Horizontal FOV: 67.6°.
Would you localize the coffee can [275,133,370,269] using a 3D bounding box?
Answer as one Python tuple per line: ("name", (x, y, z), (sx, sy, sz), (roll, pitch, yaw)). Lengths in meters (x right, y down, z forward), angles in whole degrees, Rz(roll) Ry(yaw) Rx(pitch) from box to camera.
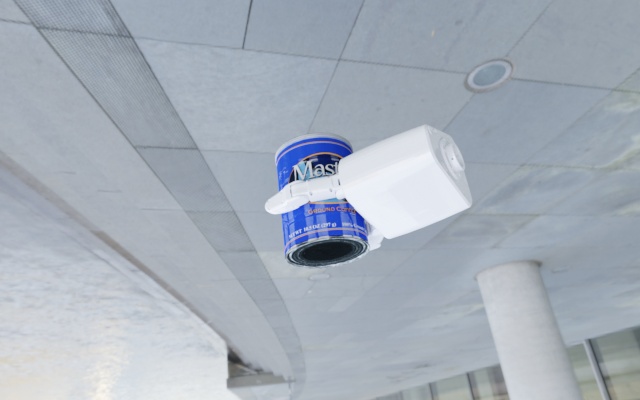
("coffee can", (0.000, 0.002, 0.596), (0.103, 0.140, 0.103), (-6, -26, -3))
